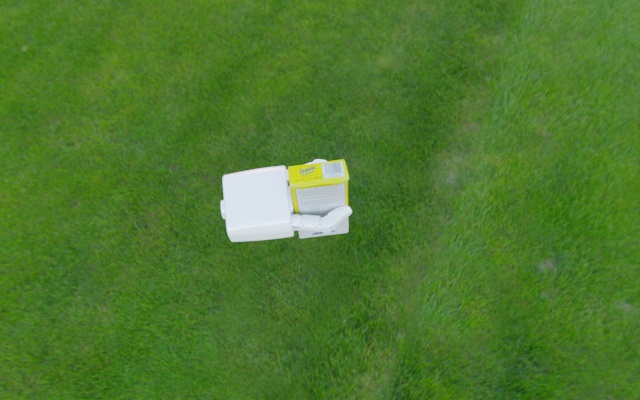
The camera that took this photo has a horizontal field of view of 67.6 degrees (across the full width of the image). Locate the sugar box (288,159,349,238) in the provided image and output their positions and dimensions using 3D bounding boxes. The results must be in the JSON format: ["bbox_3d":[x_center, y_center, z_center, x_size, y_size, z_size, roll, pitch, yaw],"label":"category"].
[{"bbox_3d":[0.000,0.002,0.810,0.093,0.048,0.176,-7,-29,-2],"label":"sugar box"}]
